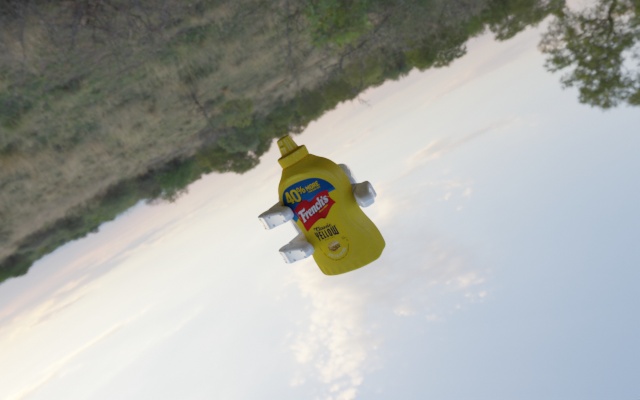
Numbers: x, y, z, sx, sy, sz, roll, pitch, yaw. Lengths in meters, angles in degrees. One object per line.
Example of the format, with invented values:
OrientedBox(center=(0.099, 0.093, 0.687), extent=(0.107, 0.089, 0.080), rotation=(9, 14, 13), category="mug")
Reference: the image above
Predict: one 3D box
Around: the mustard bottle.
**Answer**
OrientedBox(center=(0.000, 0.002, 0.618), extent=(0.096, 0.192, 0.058), rotation=(-23, 14, 32), category="mustard bottle")
